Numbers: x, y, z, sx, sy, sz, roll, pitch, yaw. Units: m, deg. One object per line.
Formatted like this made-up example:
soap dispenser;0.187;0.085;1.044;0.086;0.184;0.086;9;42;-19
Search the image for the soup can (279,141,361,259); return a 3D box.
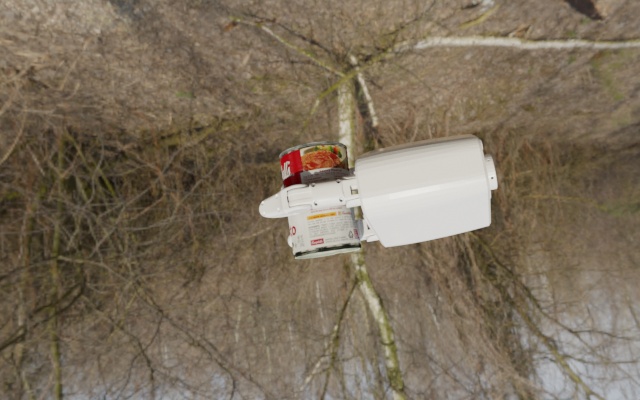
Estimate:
soup can;0.000;0.002;0.466;0.068;0.102;0.068;-8;-10;-1
